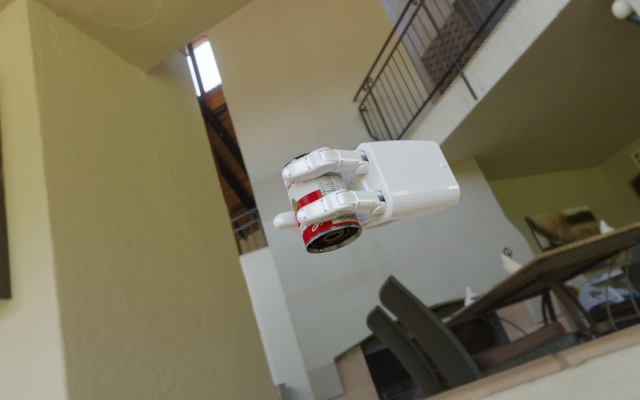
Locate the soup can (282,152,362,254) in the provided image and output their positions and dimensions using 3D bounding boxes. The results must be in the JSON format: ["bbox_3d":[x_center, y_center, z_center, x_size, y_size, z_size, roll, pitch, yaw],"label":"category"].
[{"bbox_3d":[0.000,0.002,0.560,0.068,0.102,0.068,-17,-24,-7],"label":"soup can"}]
